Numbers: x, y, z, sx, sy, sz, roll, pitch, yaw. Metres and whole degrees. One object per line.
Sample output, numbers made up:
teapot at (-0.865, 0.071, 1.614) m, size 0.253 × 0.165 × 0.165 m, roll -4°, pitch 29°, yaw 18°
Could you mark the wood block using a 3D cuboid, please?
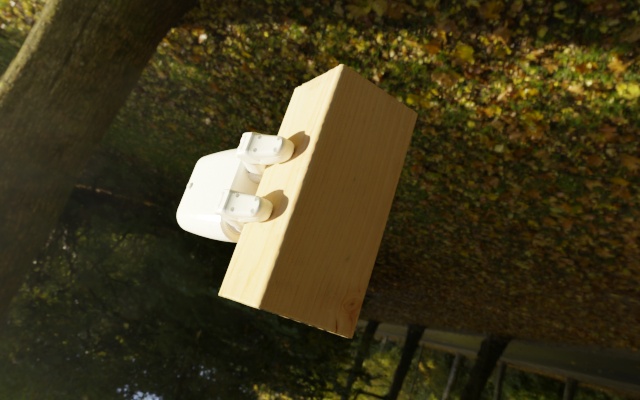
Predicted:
wood block at (0.000, 0.002, 0.421) m, size 0.091 × 0.206 × 0.090 m, roll 26°, pitch -16°, yaw -28°
